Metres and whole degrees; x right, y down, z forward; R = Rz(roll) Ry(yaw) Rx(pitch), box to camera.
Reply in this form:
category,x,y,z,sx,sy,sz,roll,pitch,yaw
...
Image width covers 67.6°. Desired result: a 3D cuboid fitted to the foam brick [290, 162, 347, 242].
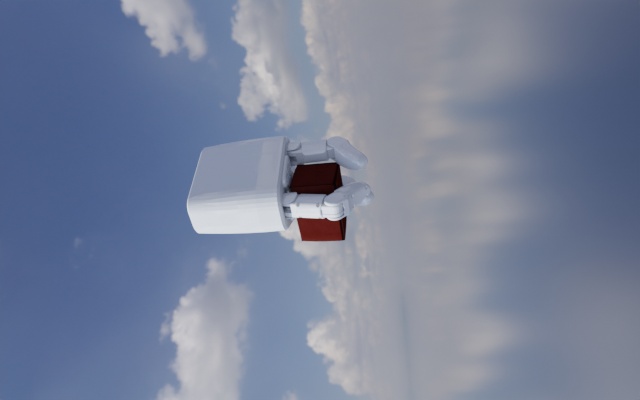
category,x,y,z,sx,sy,sz,roll,pitch,yaw
foam brick,0.000,0.002,0.551,0.051,0.078,0.053,-4,32,9
